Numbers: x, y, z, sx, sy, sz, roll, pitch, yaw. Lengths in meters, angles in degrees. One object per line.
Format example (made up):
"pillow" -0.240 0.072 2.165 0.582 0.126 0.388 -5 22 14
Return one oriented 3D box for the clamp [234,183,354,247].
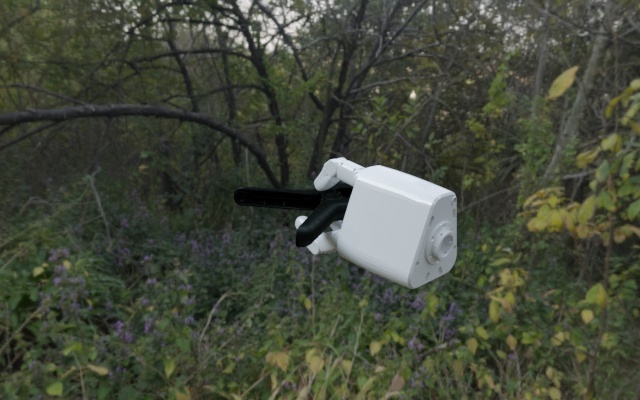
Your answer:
"clamp" 0.001 0.001 0.641 0.210 0.036 0.164 -14 28 -41
